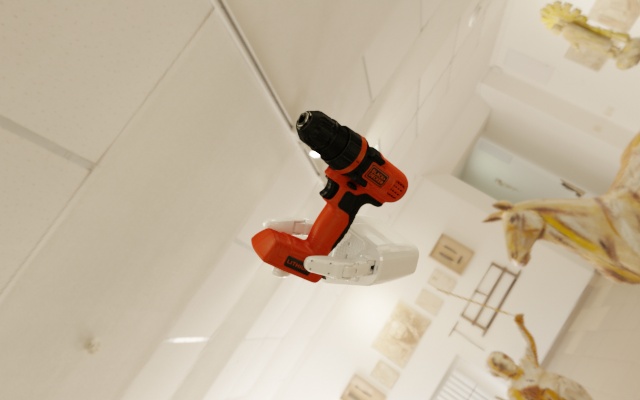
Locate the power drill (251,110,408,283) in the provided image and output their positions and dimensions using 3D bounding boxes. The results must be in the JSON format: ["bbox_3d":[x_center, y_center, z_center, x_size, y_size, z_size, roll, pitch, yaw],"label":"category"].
[{"bbox_3d":[0.000,0.002,0.582,0.184,0.188,0.057,31,13,-37],"label":"power drill"}]
